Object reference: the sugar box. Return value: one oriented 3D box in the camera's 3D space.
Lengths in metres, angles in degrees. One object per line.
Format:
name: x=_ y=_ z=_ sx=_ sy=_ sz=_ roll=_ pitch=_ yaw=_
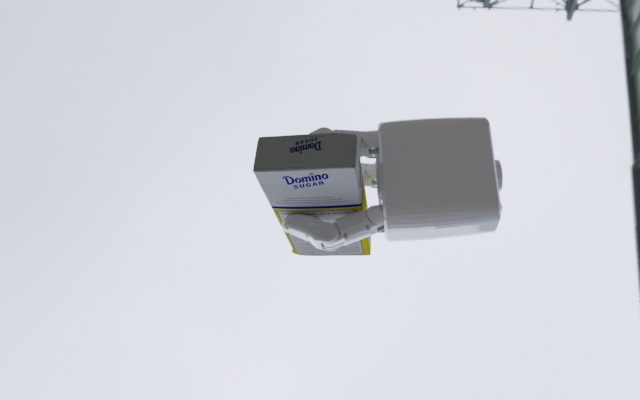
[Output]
sugar box: x=0.000 y=0.001 z=0.490 sx=0.093 sy=0.048 sz=0.176 roll=-1 pitch=-34 yaw=9
